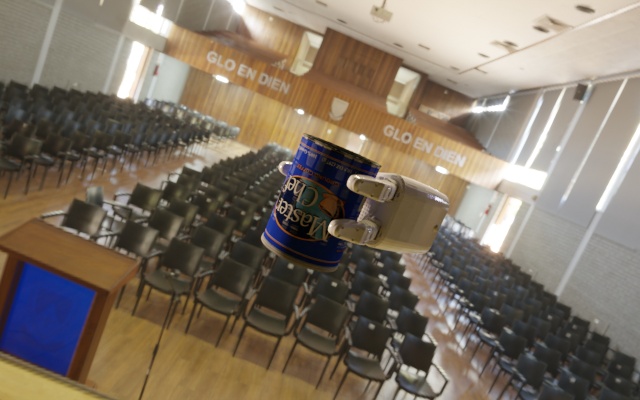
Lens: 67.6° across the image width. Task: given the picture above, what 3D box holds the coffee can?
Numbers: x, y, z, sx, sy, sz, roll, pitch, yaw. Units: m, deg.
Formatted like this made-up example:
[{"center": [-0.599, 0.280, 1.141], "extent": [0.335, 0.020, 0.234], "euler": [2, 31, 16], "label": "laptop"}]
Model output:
[{"center": [0.000, 0.002, 0.585], "extent": [0.103, 0.140, 0.103], "euler": [22, 10, -4], "label": "coffee can"}]
